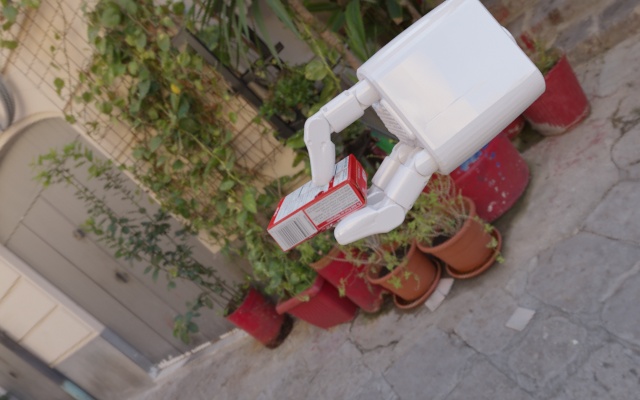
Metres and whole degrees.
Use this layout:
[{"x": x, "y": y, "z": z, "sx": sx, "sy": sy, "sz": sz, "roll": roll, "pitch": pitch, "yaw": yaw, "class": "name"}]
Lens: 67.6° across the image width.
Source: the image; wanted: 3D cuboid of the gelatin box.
[{"x": 0.000, "y": 0.001, "z": 0.434, "sx": 0.089, "sy": 0.030, "sz": 0.073, "roll": -31, "pitch": 15, "yaw": 16, "class": "gelatin box"}]
